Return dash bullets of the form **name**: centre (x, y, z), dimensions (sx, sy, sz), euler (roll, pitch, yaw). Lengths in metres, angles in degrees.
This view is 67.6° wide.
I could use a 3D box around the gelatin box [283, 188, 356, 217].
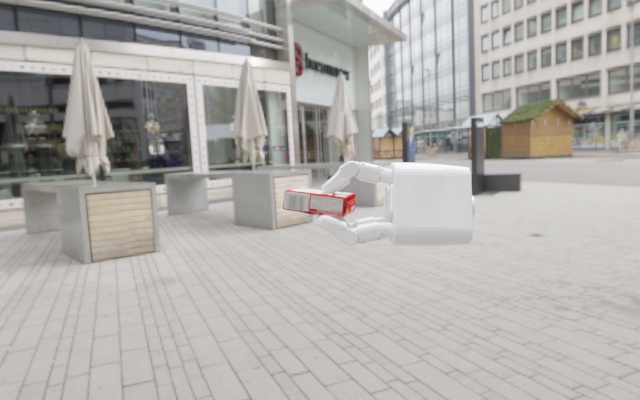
- **gelatin box**: centre (0.000, 0.002, 0.674), dimensions (0.089, 0.030, 0.073), euler (7, 6, 13)
